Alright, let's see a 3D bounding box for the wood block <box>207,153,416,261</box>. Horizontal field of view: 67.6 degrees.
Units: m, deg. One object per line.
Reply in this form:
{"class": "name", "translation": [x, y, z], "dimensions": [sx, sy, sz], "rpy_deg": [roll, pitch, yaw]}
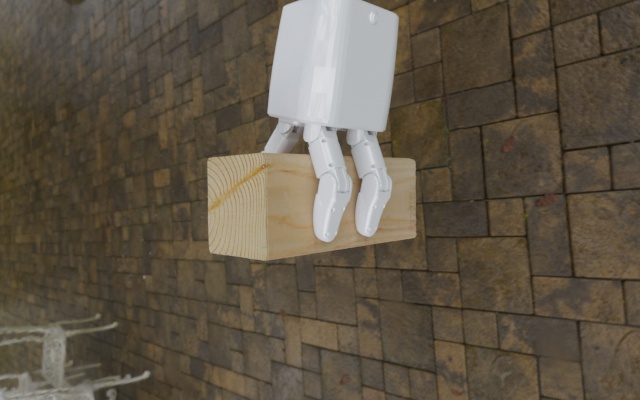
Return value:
{"class": "wood block", "translation": [0.000, 0.001, 0.482], "dimensions": [0.206, 0.090, 0.091], "rpy_deg": [-3, 2, -44]}
